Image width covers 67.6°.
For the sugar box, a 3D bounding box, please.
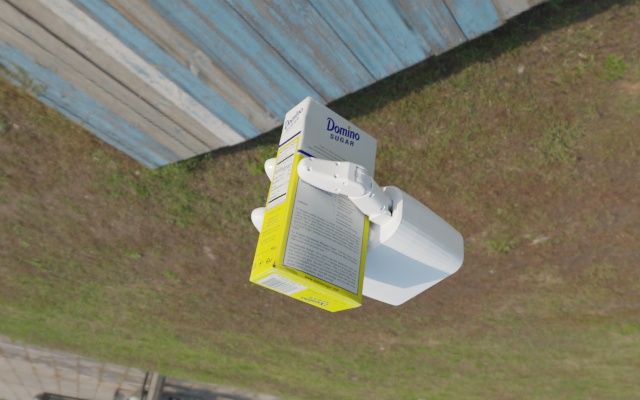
[{"bbox_3d":[0.000,0.002,0.437,0.093,0.176,0.048,28,-37,-29],"label":"sugar box"}]
